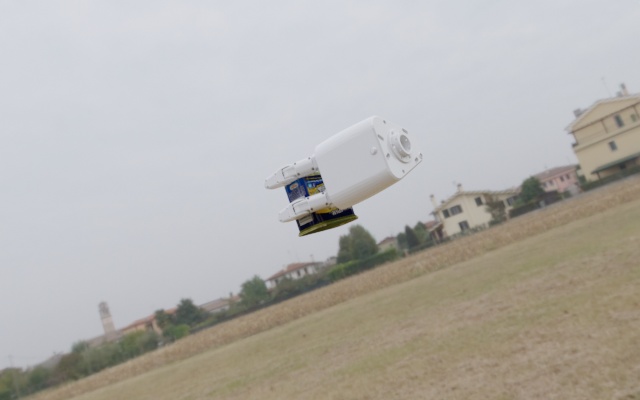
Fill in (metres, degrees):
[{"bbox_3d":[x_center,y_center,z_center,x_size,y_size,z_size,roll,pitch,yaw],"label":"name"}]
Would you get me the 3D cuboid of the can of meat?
[{"bbox_3d":[0.000,0.002,0.735,0.102,0.084,0.057,-11,-11,-45],"label":"can of meat"}]
